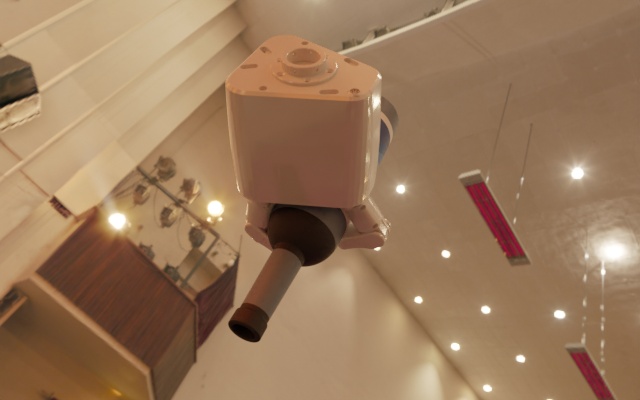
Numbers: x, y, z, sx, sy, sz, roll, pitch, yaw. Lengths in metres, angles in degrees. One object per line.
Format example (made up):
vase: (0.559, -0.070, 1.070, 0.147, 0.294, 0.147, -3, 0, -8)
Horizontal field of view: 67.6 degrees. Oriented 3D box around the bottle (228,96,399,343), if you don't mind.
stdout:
bottle: (0.000, 0.001, 0.450, 0.069, 0.069, 0.295, 0, 41, 31)
